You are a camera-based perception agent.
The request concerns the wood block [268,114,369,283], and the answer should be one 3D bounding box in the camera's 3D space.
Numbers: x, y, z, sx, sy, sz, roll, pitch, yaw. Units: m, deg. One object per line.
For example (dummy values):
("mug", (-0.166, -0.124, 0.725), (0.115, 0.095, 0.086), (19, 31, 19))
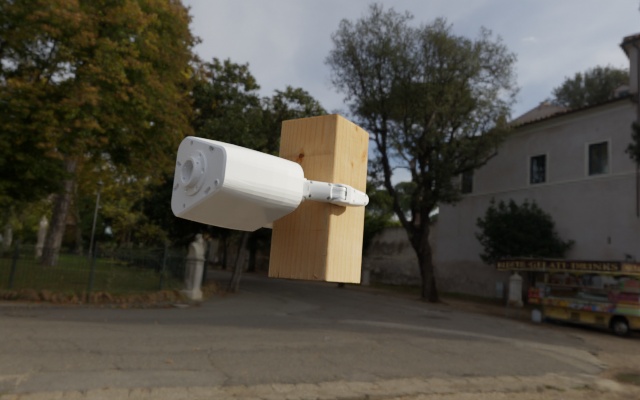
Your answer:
("wood block", (0.000, 0.002, 0.631), (0.091, 0.206, 0.090), (-1, -10, 33))
